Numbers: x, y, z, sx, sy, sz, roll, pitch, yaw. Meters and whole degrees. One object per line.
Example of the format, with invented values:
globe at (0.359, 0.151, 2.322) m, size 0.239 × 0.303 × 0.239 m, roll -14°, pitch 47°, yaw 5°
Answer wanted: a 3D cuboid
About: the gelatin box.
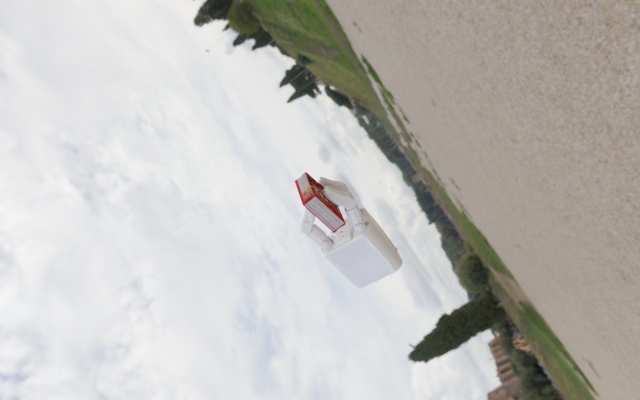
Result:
gelatin box at (0.000, 0.003, 0.808) m, size 0.089 × 0.030 × 0.073 m, roll 42°, pitch 16°, yaw -34°
